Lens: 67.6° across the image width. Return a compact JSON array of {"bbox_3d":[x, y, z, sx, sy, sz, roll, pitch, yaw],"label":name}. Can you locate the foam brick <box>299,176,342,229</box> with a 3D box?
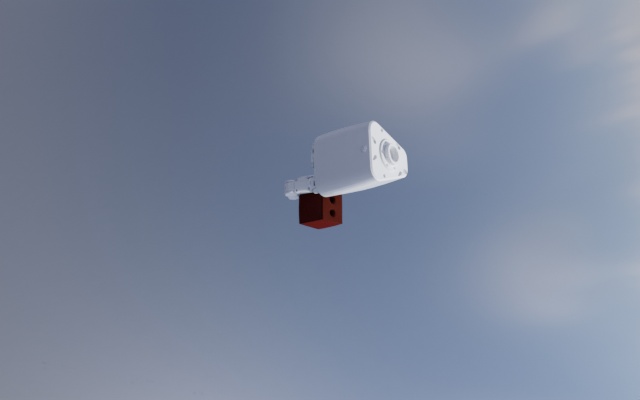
[{"bbox_3d":[0.000,0.003,0.781,0.051,0.078,0.053,-12,-18,37],"label":"foam brick"}]
